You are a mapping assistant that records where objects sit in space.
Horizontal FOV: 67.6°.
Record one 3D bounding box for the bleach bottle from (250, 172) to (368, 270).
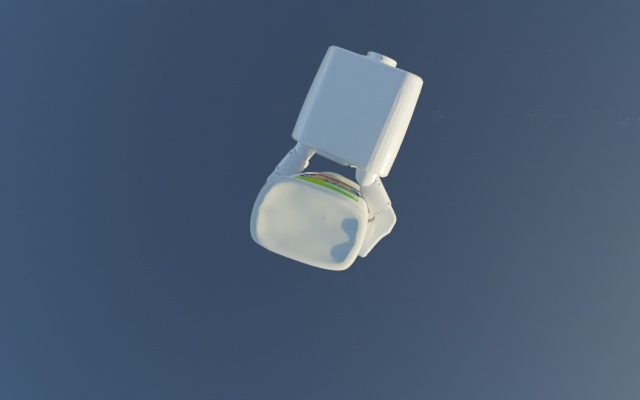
[{"bbox_3d":[0.000,0.002,0.526,0.102,0.068,0.251,21,10,1],"label":"bleach bottle"}]
